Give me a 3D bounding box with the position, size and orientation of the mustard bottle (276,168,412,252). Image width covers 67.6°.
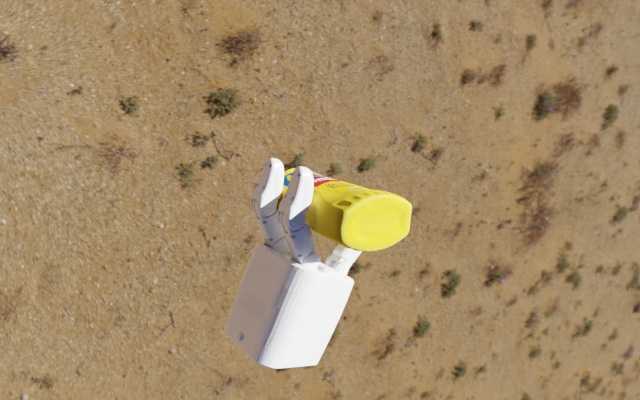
[{"bbox_3d":[0.000,0.001,0.525,0.096,0.058,0.191,-7,16,-37],"label":"mustard bottle"}]
